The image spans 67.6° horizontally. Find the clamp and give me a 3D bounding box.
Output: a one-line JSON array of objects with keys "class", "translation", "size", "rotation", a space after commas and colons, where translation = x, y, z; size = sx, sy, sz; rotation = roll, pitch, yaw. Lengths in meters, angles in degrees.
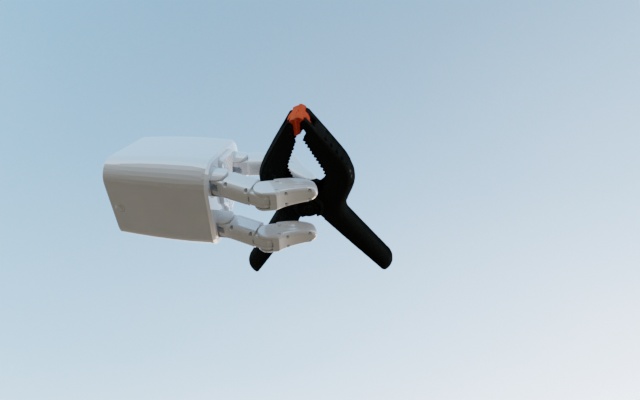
[{"class": "clamp", "translation": [0.000, 0.001, 0.495], "size": [0.164, 0.210, 0.036], "rotation": [3, 39, 2]}]
